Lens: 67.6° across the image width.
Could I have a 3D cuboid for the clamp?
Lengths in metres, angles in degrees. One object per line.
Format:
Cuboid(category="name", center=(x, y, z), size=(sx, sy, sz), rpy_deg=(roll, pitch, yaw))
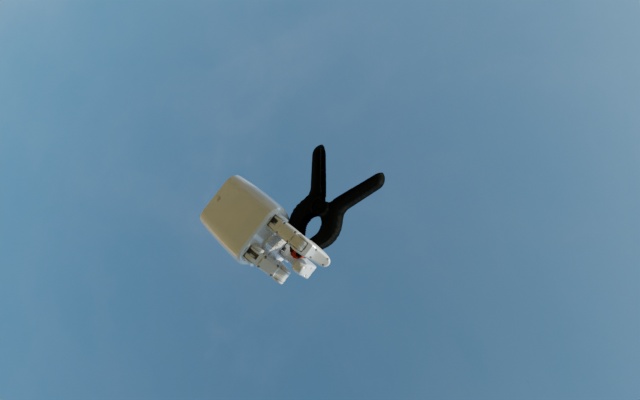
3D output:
Cuboid(category="clamp", center=(0.000, 0.003, 0.692), size=(0.120, 0.171, 0.039), rpy_deg=(38, -2, 33))
